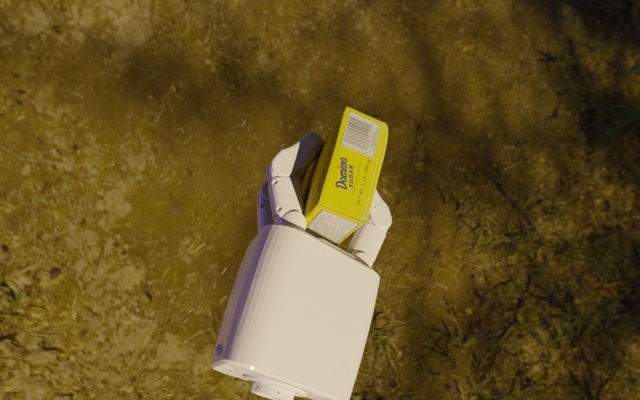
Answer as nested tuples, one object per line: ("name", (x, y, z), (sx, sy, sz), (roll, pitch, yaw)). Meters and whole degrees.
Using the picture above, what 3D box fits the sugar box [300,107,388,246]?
("sugar box", (0.000, 0.001, 0.438), (0.048, 0.093, 0.176), (23, -27, -12))
